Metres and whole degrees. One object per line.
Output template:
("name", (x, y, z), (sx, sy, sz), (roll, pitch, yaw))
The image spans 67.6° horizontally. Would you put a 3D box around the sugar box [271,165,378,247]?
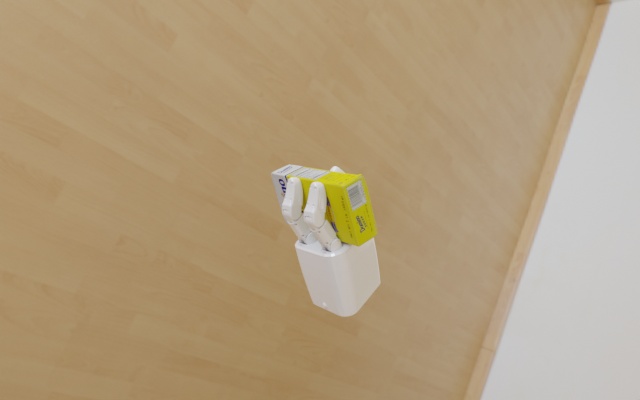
("sugar box", (0.000, 0.003, 0.700), (0.048, 0.093, 0.176), (-29, 24, -34))
